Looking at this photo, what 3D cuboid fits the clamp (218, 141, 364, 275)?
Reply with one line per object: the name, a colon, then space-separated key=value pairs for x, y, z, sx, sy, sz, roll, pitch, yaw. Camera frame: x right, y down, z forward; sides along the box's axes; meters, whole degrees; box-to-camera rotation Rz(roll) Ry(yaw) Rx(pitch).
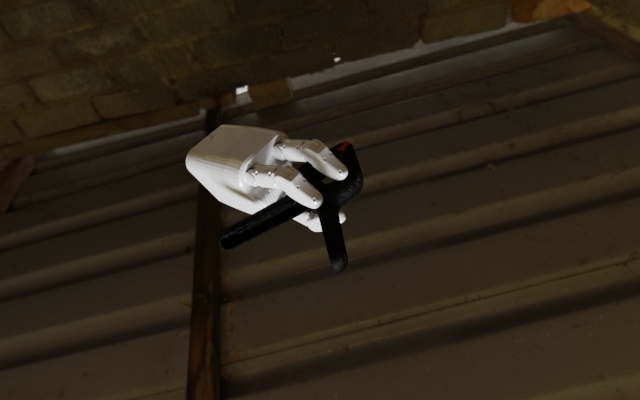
clamp: x=0.000 y=0.002 z=0.569 sx=0.164 sy=0.036 sz=0.210 roll=15 pitch=48 yaw=34
